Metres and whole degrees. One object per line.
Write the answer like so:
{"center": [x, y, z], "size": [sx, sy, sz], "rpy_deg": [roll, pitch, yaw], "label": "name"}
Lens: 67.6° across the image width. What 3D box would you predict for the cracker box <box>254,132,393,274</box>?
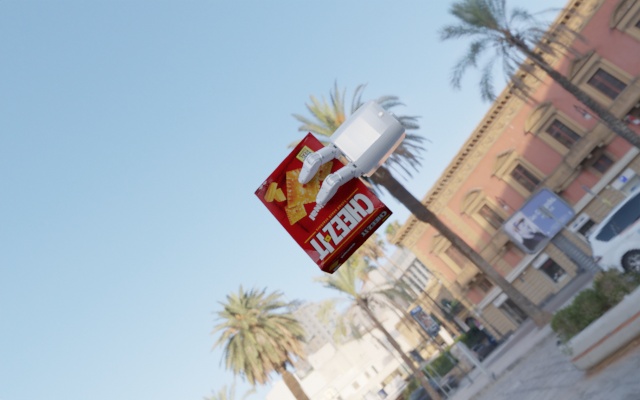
{"center": [0.000, 0.003, 0.891], "size": [0.213, 0.164, 0.072], "rpy_deg": [47, 7, 24], "label": "cracker box"}
